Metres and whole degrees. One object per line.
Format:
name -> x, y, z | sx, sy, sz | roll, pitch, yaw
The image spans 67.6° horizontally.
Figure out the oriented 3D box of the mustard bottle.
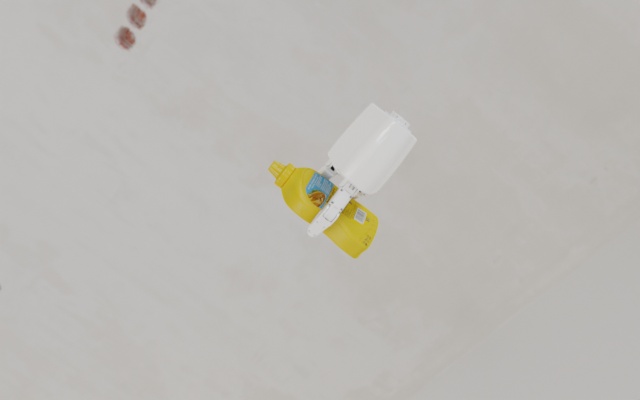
mustard bottle -> 0.000, 0.003, 0.743 | 0.058, 0.191, 0.096 | -47, 9, 35
